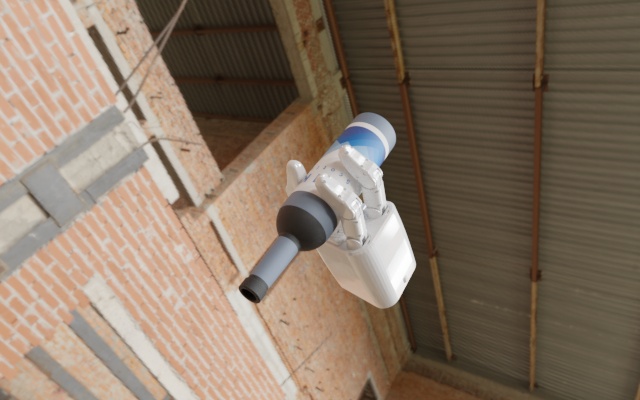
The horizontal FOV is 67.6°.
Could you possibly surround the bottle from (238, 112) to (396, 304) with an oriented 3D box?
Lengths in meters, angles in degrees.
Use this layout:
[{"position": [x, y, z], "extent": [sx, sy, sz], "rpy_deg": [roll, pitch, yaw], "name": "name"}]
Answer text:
[{"position": [0.000, 0.002, 0.573], "extent": [0.069, 0.069, 0.295], "rpy_deg": [0, 40, 41], "name": "bottle"}]
